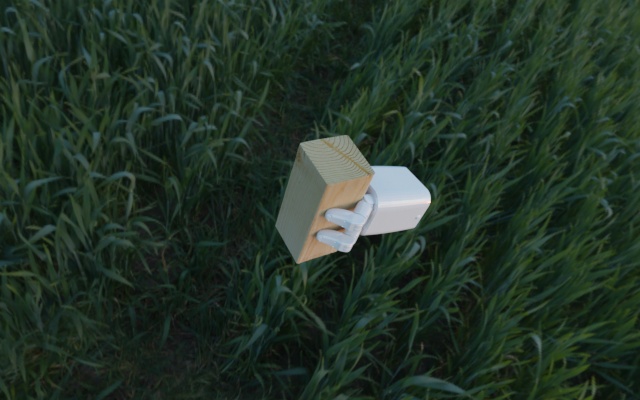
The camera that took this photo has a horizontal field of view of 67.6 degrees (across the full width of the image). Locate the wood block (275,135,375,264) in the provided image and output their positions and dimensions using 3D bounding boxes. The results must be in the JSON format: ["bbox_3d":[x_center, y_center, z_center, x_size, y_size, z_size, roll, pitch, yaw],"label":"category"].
[{"bbox_3d":[0.000,0.002,0.789,0.090,0.090,0.206,-14,-34,-29],"label":"wood block"}]
